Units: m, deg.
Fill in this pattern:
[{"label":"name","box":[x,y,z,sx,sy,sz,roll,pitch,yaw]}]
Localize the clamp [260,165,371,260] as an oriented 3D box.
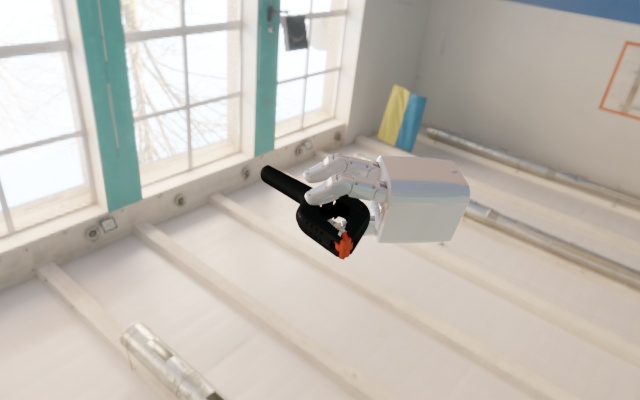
[{"label":"clamp","box":[0.000,0.003,0.632,0.164,0.036,0.209,0,32,-4]}]
